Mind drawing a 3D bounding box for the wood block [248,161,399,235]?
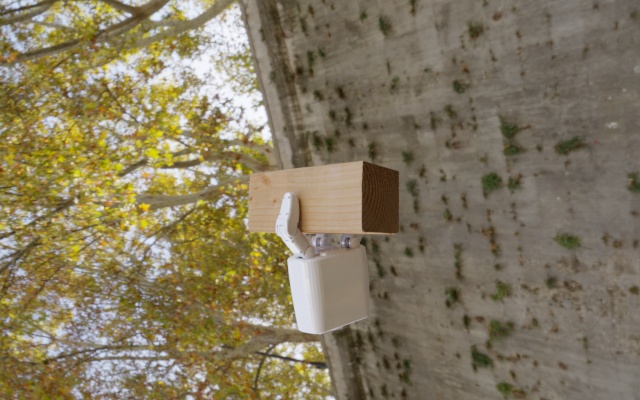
[{"bbox_3d":[0.000,0.003,0.681,0.206,0.090,0.091,-3,-7,39],"label":"wood block"}]
